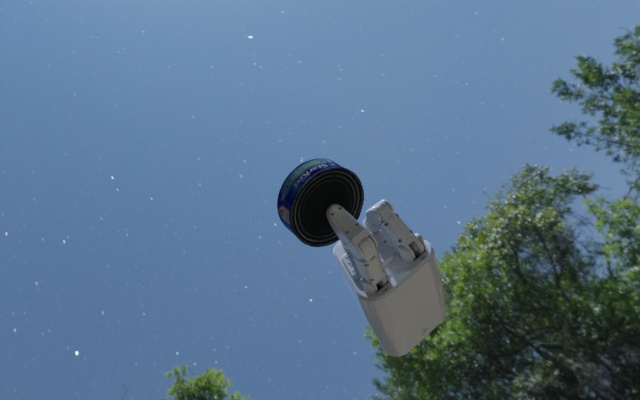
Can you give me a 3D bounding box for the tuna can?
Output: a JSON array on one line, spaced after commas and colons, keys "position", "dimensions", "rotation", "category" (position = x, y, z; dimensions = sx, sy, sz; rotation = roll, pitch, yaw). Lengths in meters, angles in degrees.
[{"position": [0.000, 0.001, 0.483], "dimensions": [0.086, 0.086, 0.033], "rotation": [0, 23, -35], "category": "tuna can"}]
